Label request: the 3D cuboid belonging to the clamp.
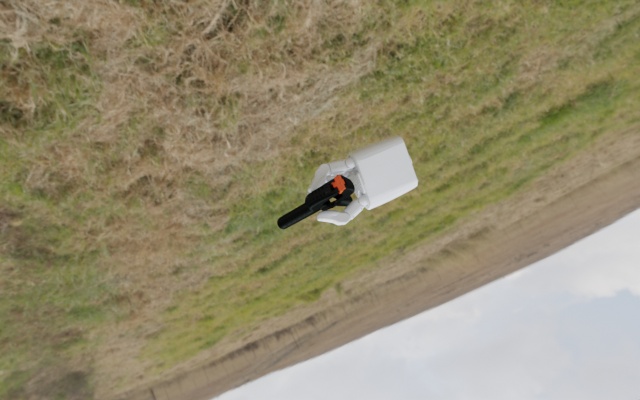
[{"bbox_3d":[0.001,0.003,0.884,0.164,0.036,0.210,-21,-10,-11],"label":"clamp"}]
